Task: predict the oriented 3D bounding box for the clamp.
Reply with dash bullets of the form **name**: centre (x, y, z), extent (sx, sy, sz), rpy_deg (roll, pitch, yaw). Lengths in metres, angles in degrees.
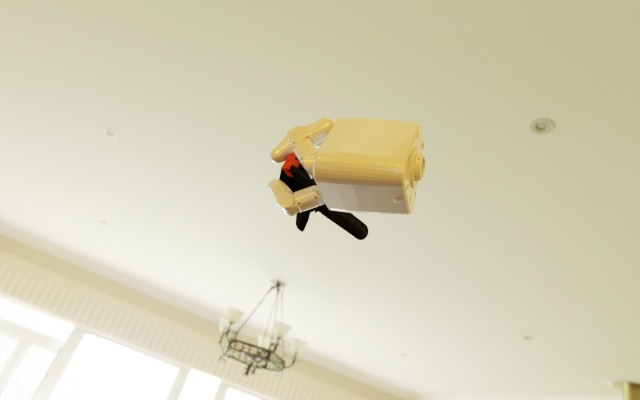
- **clamp**: centre (0.000, 0.002, 0.665), extent (0.120, 0.039, 0.172), rpy_deg (5, -32, 21)
